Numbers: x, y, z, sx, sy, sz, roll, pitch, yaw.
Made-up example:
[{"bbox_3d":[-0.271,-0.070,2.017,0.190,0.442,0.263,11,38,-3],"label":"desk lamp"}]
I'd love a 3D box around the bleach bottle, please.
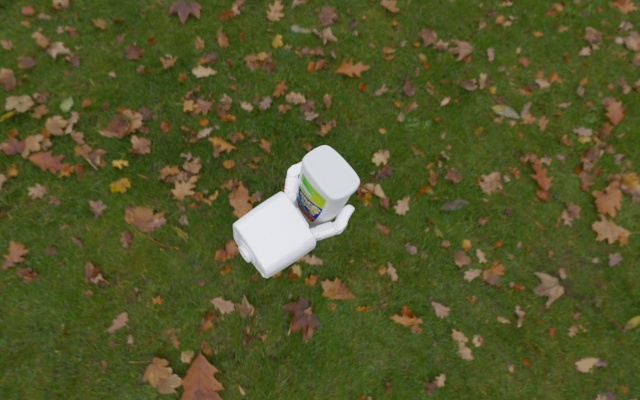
[{"bbox_3d":[0.000,0.003,0.884,0.068,0.102,0.251,-34,-16,-21],"label":"bleach bottle"}]
